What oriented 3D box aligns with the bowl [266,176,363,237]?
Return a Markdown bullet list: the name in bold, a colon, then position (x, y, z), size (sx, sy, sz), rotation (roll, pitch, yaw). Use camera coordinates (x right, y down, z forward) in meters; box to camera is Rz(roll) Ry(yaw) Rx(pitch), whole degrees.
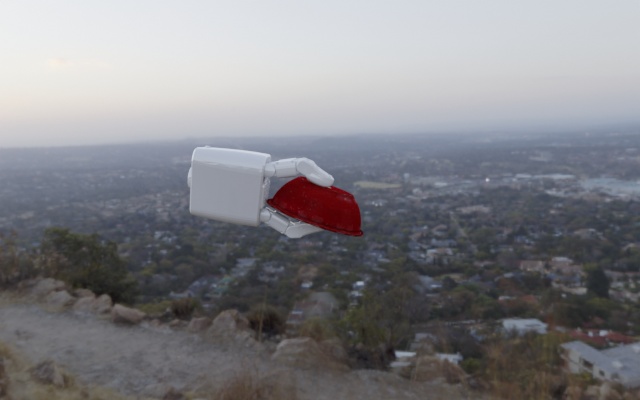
- **bowl**: position (0.001, 0.002, 0.749), size (0.162, 0.055, 0.162), rotation (20, 6, -2)
